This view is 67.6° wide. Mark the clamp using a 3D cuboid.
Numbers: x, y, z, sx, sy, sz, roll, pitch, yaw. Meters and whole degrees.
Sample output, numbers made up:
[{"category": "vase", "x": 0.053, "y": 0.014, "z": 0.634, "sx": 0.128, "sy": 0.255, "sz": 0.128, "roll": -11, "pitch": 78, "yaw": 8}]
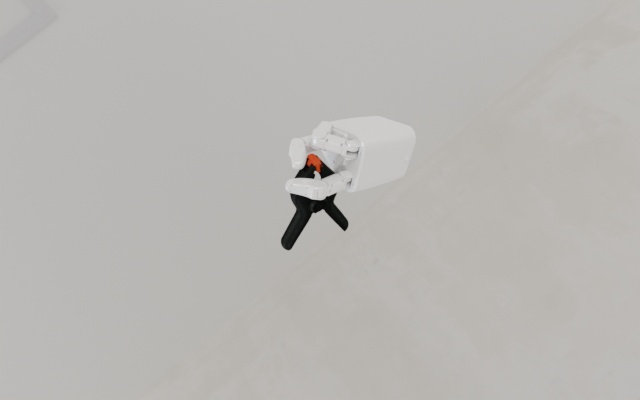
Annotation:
[{"category": "clamp", "x": 0.000, "y": 0.002, "z": 0.755, "sx": 0.120, "sy": 0.172, "sz": 0.039, "roll": -15, "pitch": 45, "yaw": -29}]
